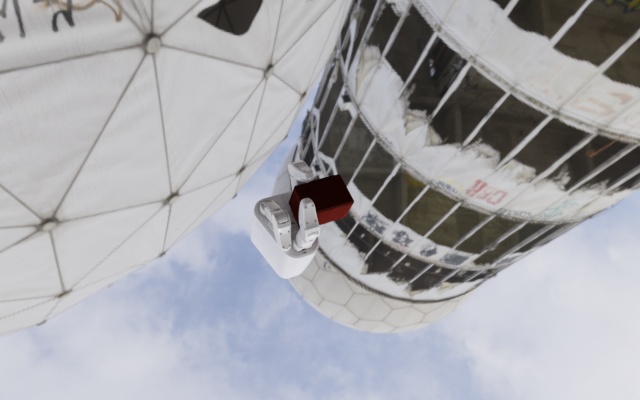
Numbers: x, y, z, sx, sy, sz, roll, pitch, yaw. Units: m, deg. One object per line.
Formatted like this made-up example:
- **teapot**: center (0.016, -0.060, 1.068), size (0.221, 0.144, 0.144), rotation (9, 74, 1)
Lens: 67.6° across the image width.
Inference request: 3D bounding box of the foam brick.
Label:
- **foam brick**: center (0.000, 0.002, 0.712), size (0.078, 0.053, 0.051), rotation (-16, -24, -21)
